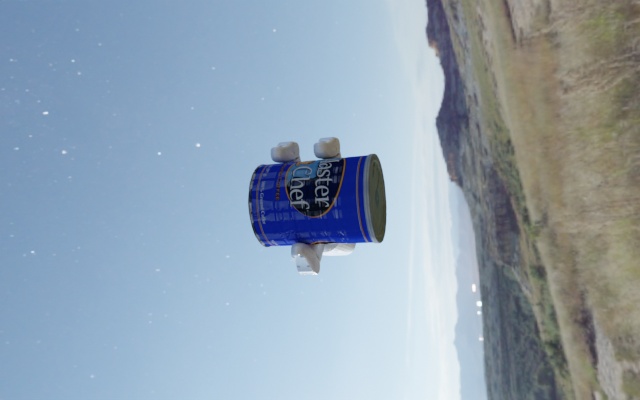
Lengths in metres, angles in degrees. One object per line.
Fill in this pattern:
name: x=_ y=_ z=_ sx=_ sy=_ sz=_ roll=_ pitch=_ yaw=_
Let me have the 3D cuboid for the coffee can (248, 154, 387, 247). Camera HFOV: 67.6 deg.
coffee can: x=0.000 y=0.002 z=0.564 sx=0.140 sy=0.103 sz=0.103 roll=-4 pitch=-1 yaw=17
